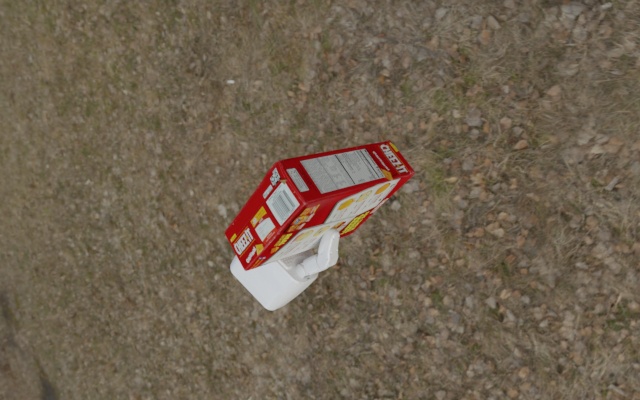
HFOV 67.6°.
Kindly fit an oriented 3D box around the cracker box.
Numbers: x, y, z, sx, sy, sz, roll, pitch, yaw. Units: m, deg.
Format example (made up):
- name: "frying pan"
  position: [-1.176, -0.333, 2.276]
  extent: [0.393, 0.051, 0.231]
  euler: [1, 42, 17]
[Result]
- name: "cracker box"
  position: [0.000, 0.002, 0.643]
  extent: [0.213, 0.072, 0.164]
  euler: [-16, -23, -43]
